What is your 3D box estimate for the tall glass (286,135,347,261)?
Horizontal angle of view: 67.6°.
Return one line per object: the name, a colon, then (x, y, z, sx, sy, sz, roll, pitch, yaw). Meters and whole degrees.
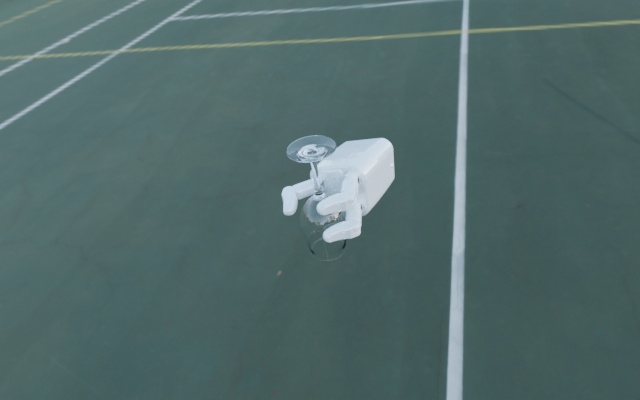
tall glass: (0.000, 0.002, 0.755, 0.079, 0.201, 0.079, -6, 36, 4)
